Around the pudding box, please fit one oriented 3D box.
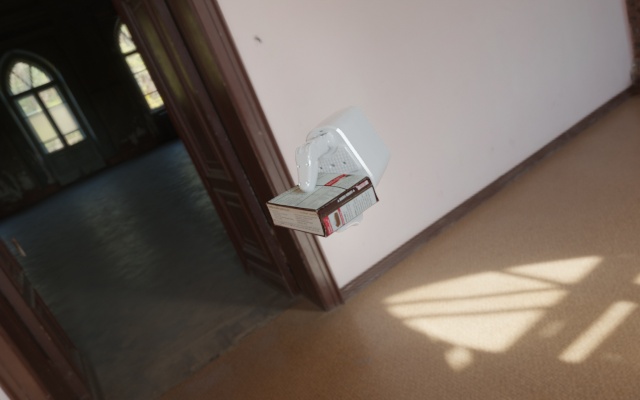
[{"bbox_3d":[0.000,0.002,0.586,0.090,0.039,0.113,-34,22,-29],"label":"pudding box"}]
